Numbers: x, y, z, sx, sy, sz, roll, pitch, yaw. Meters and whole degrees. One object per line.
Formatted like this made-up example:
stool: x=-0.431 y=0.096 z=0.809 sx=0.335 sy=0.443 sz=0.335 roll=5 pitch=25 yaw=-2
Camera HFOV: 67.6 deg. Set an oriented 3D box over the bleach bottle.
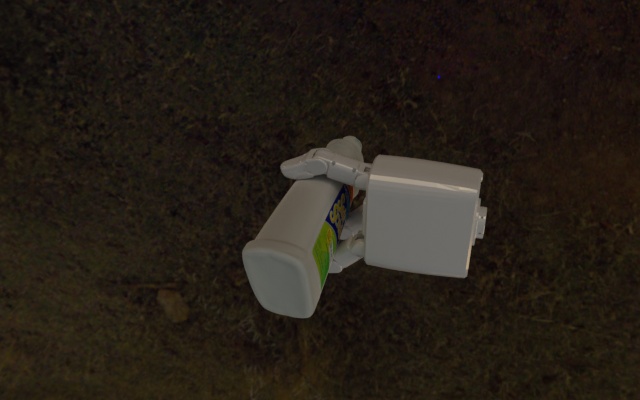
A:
bleach bottle: x=0.000 y=0.002 z=0.536 sx=0.068 sy=0.103 sz=0.250 roll=8 pitch=43 yaw=18
